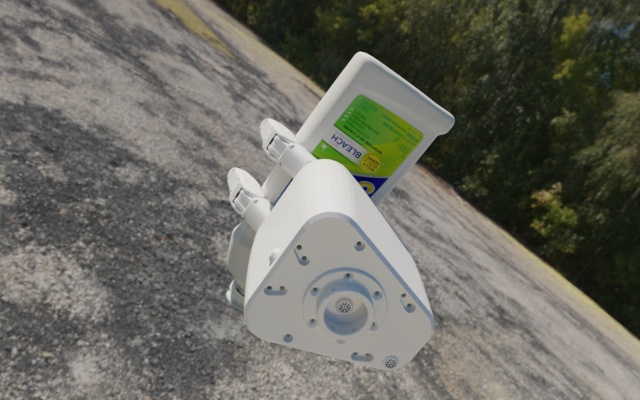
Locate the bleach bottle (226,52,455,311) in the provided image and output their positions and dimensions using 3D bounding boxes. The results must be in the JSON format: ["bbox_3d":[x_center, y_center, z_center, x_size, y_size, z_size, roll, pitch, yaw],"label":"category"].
[{"bbox_3d":[0.000,0.001,0.426,0.102,0.251,0.068,32,15,-12],"label":"bleach bottle"}]
